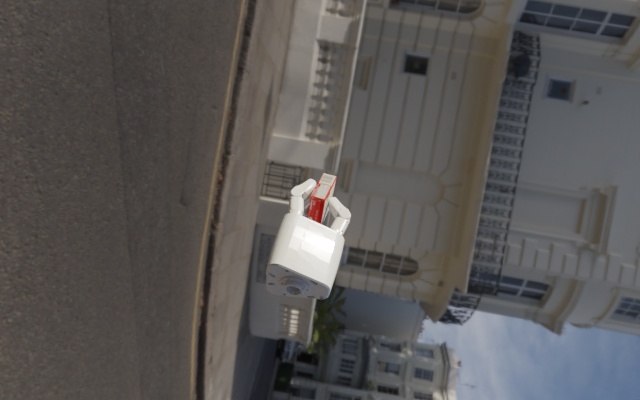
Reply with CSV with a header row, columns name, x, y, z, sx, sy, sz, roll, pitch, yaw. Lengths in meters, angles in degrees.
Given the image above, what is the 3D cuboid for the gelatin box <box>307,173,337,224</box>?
name,x,y,z,sx,sy,sz,roll,pitch,yaw
gelatin box,0.001,0.003,0.878,0.030,0.073,0.089,16,36,7
